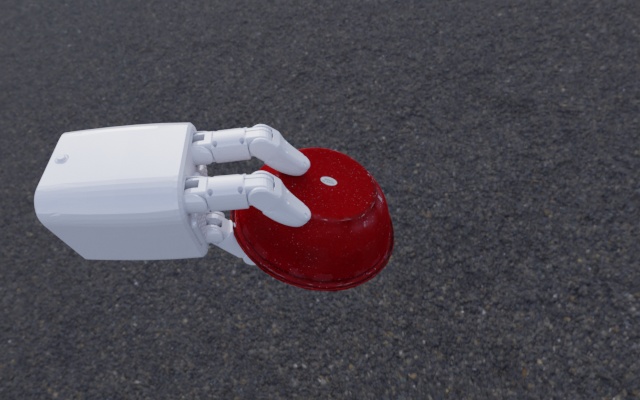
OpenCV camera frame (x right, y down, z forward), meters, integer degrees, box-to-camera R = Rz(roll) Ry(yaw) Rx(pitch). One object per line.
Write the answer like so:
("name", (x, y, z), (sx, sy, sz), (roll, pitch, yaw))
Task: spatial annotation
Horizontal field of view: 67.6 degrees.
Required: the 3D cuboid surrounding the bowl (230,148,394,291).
("bowl", (0.001, 0.001, 0.444), (0.162, 0.162, 0.055), (0, -42, -18))
